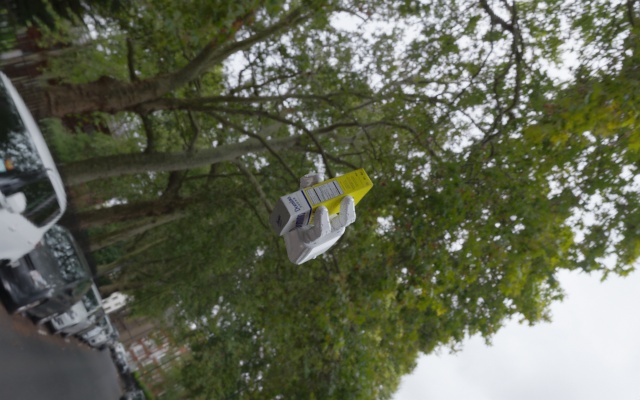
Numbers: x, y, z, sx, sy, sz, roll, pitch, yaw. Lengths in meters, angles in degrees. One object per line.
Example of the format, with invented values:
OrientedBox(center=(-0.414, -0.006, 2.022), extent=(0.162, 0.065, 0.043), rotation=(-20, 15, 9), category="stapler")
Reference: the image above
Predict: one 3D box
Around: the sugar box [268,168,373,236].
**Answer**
OrientedBox(center=(0.000, 0.003, 0.857), extent=(0.176, 0.048, 0.093), rotation=(-24, -16, -27), category="sugar box")
